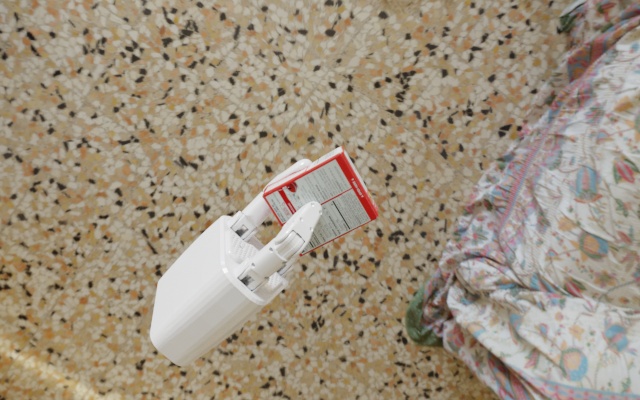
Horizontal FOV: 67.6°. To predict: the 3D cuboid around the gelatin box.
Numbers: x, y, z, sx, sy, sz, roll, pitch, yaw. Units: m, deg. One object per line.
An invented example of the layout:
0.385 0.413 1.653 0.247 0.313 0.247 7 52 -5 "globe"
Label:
0.000 0.001 0.457 0.089 0.073 0.030 -28 16 13 "gelatin box"
